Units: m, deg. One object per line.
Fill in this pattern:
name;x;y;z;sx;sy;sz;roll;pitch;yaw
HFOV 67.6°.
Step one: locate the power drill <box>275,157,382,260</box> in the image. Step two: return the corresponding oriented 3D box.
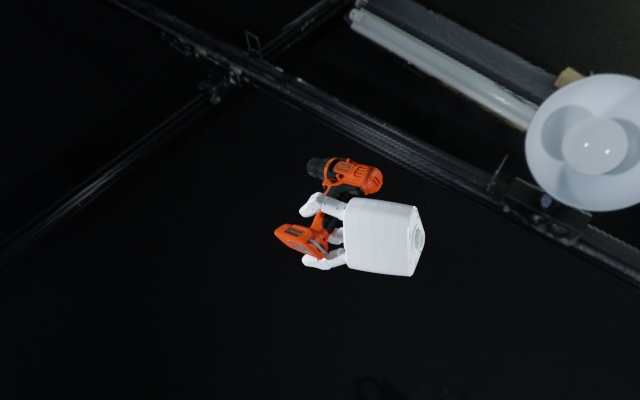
power drill;0.000;0.003;0.856;0.184;0.187;0.057;16;-22;51
